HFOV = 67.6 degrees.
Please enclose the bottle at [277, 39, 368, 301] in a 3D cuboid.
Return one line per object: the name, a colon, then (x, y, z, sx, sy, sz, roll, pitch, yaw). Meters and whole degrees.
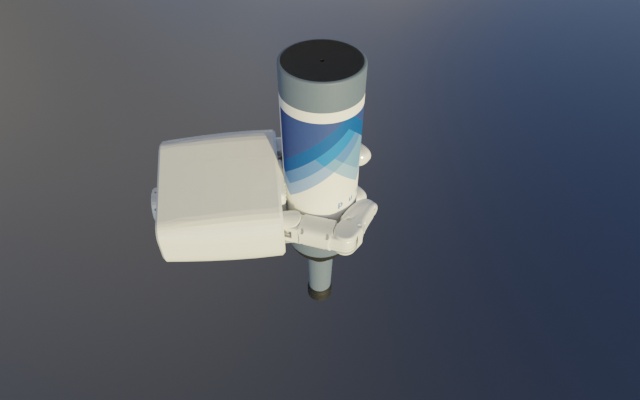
bottle: (0.000, 0.001, 0.451, 0.069, 0.069, 0.296, 0, -45, 0)
